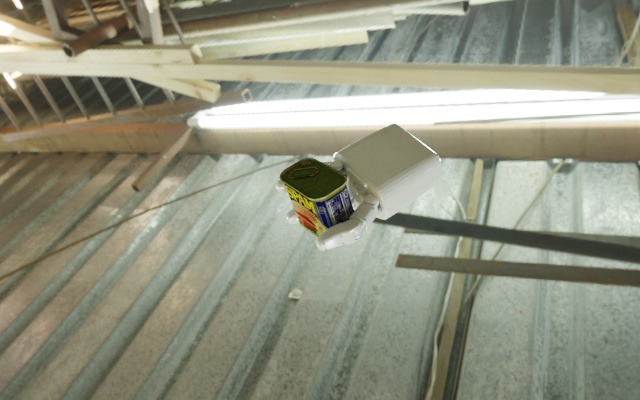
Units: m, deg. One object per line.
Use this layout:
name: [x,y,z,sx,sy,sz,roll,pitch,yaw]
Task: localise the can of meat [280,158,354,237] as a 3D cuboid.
can of meat: [0.000,0.002,0.632,0.057,0.084,0.102,-34,37,-20]
